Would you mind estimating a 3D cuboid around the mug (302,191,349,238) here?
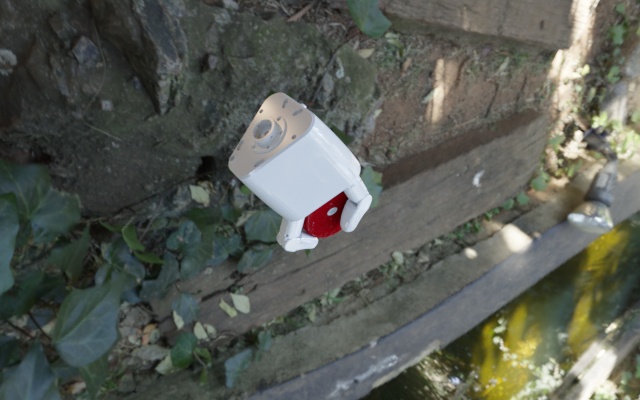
[{"bbox_3d":[0.001,0.003,0.654,0.081,0.093,0.117,43,2,42],"label":"mug"}]
